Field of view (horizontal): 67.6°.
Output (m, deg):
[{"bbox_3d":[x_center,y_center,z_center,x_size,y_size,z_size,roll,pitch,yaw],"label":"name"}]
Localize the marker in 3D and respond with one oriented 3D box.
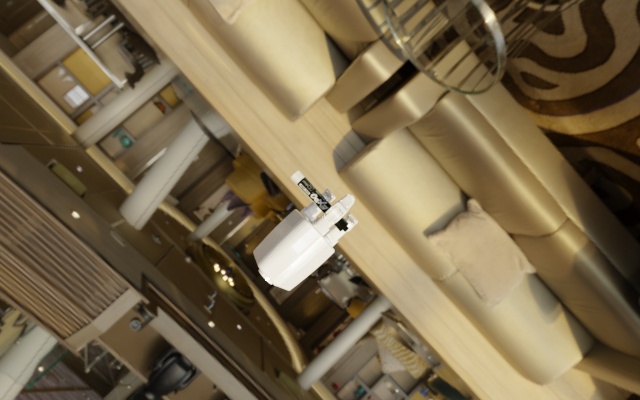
[{"bbox_3d":[0.000,0.002,0.745,0.020,0.121,0.020,-43,-2,-2],"label":"marker"}]
